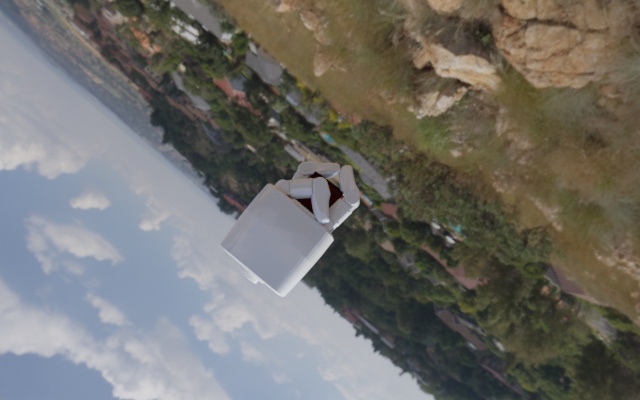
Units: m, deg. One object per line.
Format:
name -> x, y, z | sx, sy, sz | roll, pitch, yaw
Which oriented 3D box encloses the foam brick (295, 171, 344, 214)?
foam brick -> 0.000, 0.002, 0.690 | 0.053, 0.051, 0.078 | 37, -8, 15
